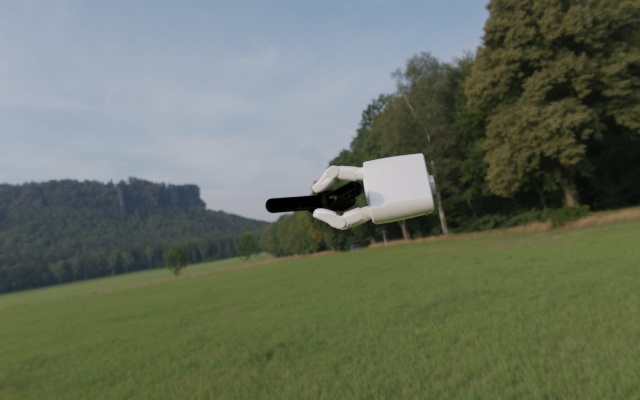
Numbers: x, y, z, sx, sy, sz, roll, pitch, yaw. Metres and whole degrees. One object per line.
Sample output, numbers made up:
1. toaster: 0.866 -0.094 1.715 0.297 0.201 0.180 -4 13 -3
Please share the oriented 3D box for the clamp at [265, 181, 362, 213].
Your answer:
1. clamp: 0.000 0.002 0.864 0.164 0.036 0.210 -10 -7 8
